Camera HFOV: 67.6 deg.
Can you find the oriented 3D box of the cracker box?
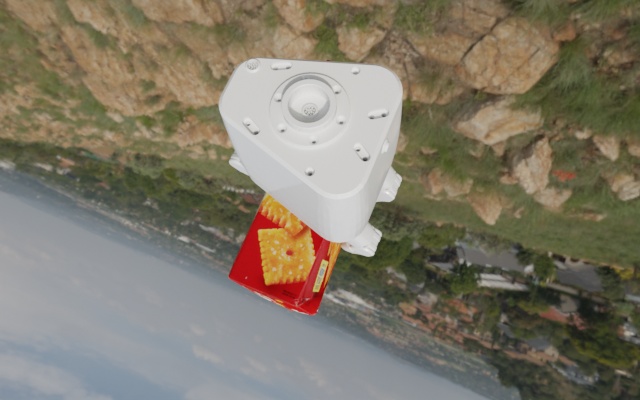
[{"bbox_3d":[0.000,0.002,0.474,0.072,0.213,0.164,21,-14,9],"label":"cracker box"}]
